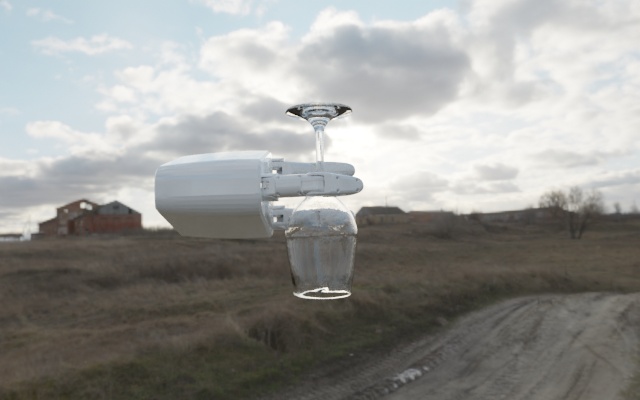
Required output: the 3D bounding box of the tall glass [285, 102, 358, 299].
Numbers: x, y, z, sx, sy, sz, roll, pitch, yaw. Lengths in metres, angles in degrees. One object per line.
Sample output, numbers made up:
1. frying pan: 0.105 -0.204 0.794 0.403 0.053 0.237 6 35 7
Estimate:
1. tall glass: 0.000 0.001 0.516 0.079 0.201 0.079 -1 -4 0
